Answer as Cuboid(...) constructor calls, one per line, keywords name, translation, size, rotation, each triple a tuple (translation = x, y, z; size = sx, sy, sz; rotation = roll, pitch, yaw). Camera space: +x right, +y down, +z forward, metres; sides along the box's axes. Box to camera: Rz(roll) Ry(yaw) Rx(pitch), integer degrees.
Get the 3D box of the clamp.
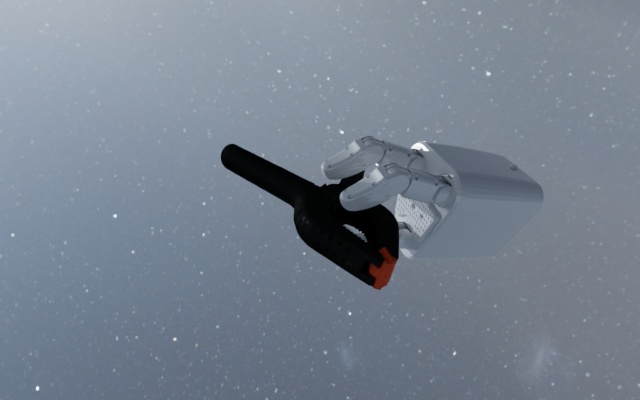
Cuboid(name="clamp", translation=(0.000, 0.002, 0.441), size=(0.164, 0.036, 0.209), rotation=(3, 31, -22))
